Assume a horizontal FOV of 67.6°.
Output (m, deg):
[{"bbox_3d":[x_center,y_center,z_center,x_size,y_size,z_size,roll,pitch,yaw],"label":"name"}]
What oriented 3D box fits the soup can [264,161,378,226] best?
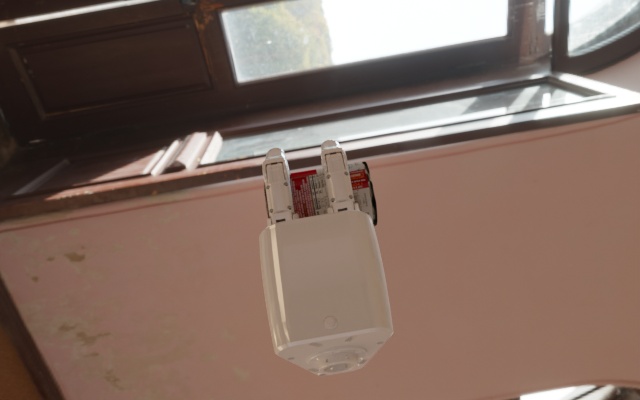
[{"bbox_3d":[0.000,0.001,0.474,0.102,0.068,0.068,-10,0,0],"label":"soup can"}]
